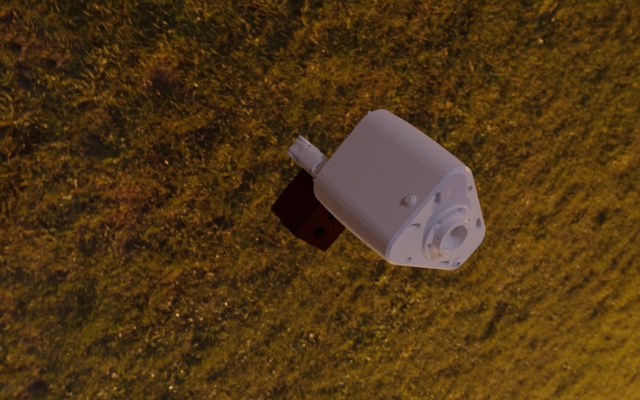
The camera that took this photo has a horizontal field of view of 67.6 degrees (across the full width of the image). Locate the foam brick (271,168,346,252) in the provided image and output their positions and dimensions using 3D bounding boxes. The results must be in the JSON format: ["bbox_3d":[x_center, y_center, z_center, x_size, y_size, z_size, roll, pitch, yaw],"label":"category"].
[{"bbox_3d":[0.000,0.002,0.475,0.053,0.078,0.051,33,9,-46],"label":"foam brick"}]
